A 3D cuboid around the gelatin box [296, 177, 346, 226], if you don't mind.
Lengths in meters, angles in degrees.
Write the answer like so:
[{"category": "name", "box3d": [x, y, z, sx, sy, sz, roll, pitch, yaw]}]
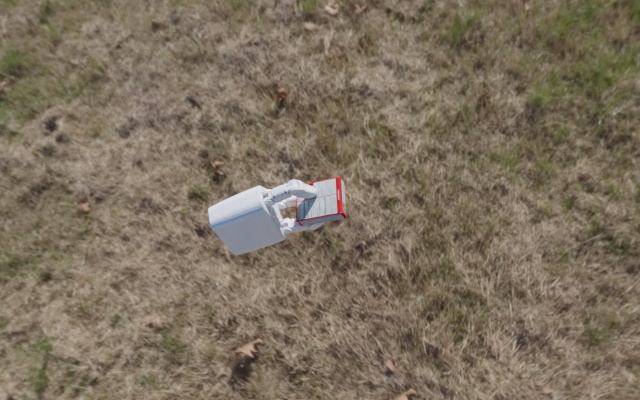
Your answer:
[{"category": "gelatin box", "box3d": [0.000, 0.003, 0.863, 0.089, 0.073, 0.030, -12, -28, 19]}]
